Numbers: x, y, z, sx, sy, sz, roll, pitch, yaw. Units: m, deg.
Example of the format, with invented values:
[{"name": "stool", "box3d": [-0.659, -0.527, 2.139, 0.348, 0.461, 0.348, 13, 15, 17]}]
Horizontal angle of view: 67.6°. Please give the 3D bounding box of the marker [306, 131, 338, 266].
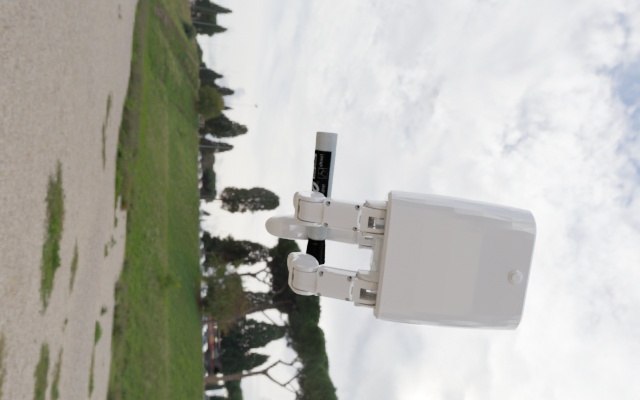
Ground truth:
[{"name": "marker", "box3d": [0.000, 0.001, 0.415, 0.020, 0.121, 0.020, 5, 10, -1]}]
